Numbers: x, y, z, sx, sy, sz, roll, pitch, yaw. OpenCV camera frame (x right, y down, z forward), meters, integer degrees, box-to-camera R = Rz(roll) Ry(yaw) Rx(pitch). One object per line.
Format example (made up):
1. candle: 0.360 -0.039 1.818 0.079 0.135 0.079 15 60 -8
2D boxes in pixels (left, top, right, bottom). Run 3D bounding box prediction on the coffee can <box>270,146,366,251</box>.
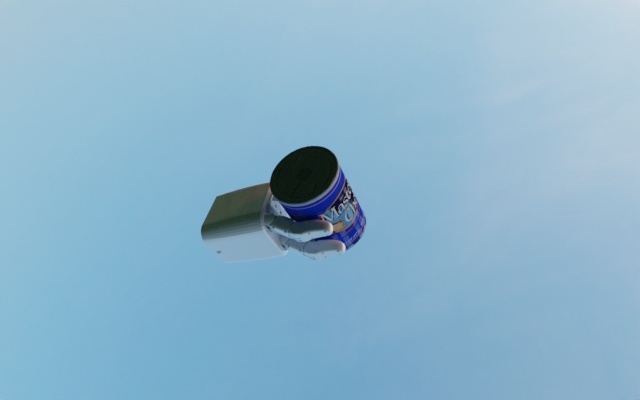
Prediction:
1. coffee can: 0.000 0.002 0.710 0.103 0.102 0.140 0 -35 25
